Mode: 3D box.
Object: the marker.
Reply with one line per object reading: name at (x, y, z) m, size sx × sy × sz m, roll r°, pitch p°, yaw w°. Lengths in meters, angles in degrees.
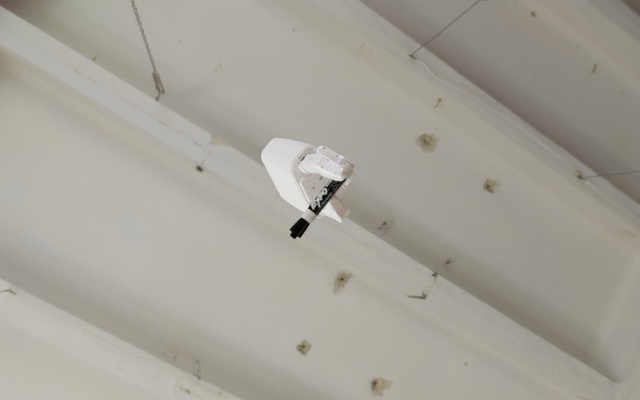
marker at (0.000, 0.002, 0.635) m, size 0.020 × 0.121 × 0.020 m, roll 37°, pitch -11°, yaw 8°
